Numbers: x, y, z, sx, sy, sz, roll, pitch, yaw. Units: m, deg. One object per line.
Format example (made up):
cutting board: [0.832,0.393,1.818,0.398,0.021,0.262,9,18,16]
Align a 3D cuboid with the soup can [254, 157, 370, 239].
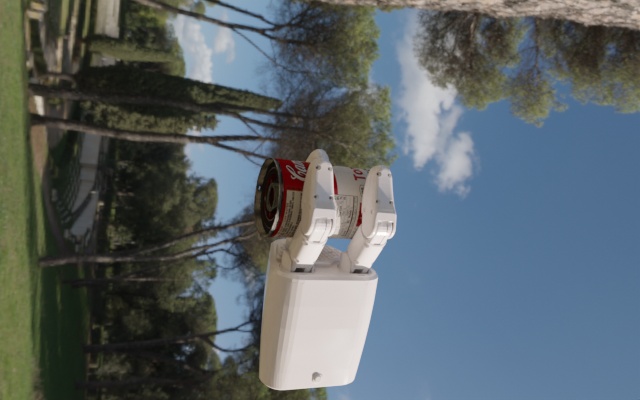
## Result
soup can: [0.000,0.001,0.422,0.102,0.068,0.068,5,-2,-23]
